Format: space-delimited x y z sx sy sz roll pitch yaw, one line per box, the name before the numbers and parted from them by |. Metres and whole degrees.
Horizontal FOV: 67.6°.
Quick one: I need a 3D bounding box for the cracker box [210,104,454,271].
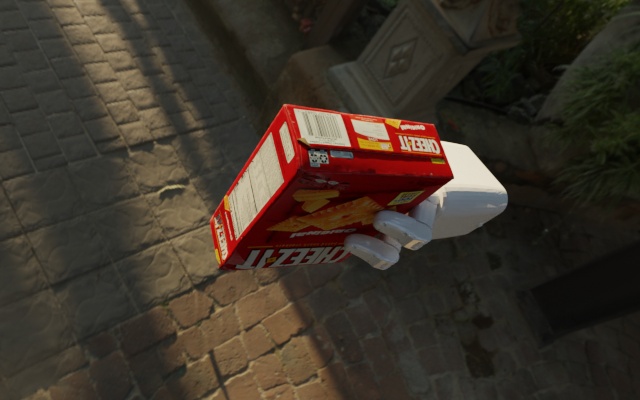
cracker box | 0.000 0.001 0.486 0.164 0.072 0.214 1 -29 -31
